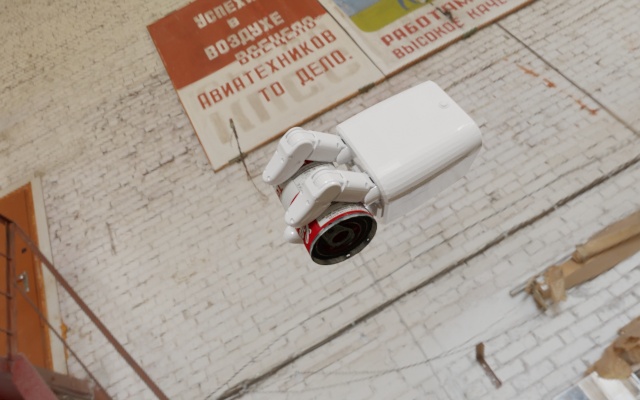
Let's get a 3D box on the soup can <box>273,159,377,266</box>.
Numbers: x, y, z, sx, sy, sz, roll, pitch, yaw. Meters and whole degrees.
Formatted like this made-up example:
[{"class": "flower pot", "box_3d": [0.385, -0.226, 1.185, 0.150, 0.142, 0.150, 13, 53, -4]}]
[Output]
[{"class": "soup can", "box_3d": [0.000, 0.002, 0.459, 0.068, 0.102, 0.069, -20, -36, -16]}]
